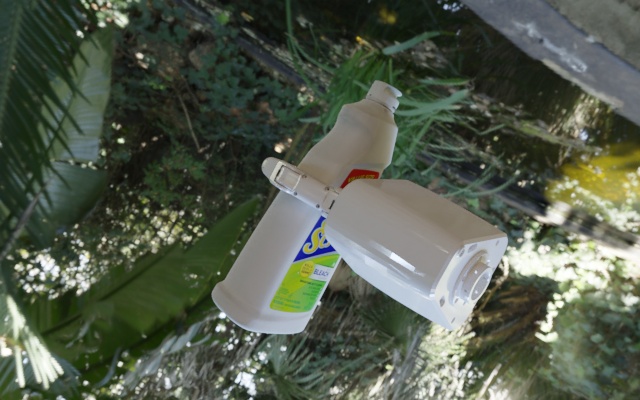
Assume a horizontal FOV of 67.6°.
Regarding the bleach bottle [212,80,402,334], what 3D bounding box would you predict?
[{"bbox_3d":[0.000,0.002,0.452,0.068,0.251,0.102,31,5,38],"label":"bleach bottle"}]
